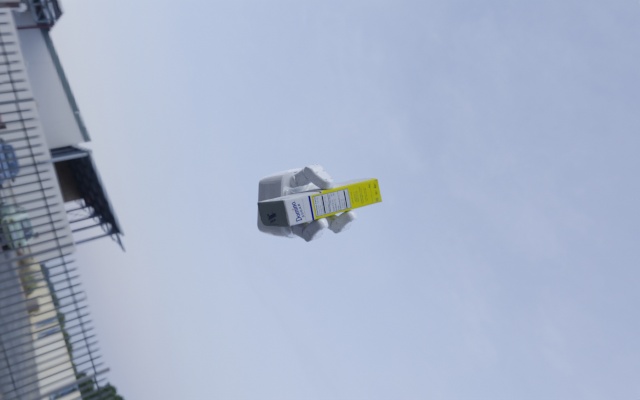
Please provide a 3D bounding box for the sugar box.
[{"bbox_3d":[0.000,0.003,0.752,0.176,0.048,0.093,-17,7,-31],"label":"sugar box"}]
